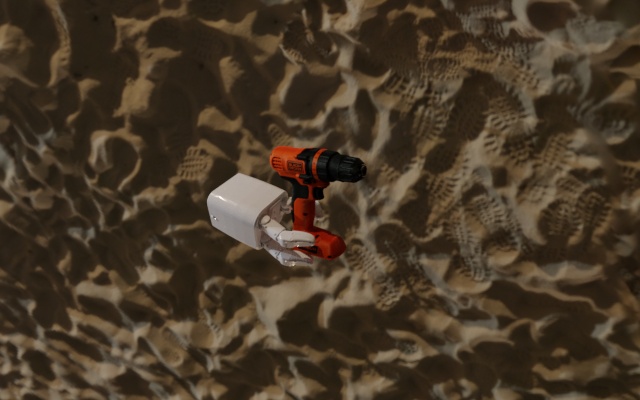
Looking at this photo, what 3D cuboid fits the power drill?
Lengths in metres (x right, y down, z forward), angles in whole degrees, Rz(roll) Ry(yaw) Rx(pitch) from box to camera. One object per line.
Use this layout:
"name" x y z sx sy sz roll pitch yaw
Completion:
"power drill" 0.000 0.003 0.806 0.184 0.188 0.057 13 27 37
